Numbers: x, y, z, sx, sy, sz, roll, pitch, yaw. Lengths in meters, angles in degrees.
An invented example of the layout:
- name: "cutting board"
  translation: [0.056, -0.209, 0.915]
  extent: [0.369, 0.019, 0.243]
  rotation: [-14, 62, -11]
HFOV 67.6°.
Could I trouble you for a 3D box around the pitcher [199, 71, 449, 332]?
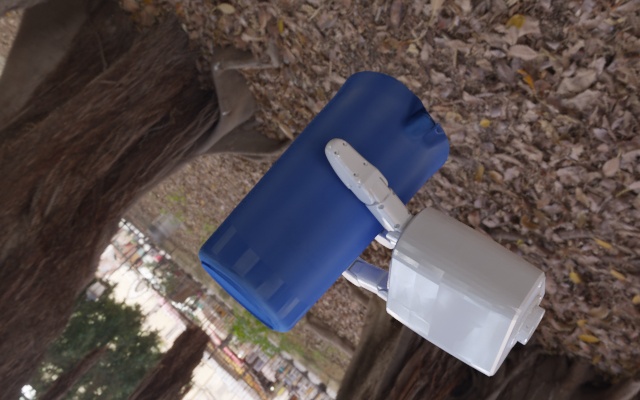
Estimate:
- name: "pitcher"
  translation: [0.000, 0.002, 0.469]
  extent: [0.145, 0.242, 0.149]
  rotation: [32, -22, 28]
